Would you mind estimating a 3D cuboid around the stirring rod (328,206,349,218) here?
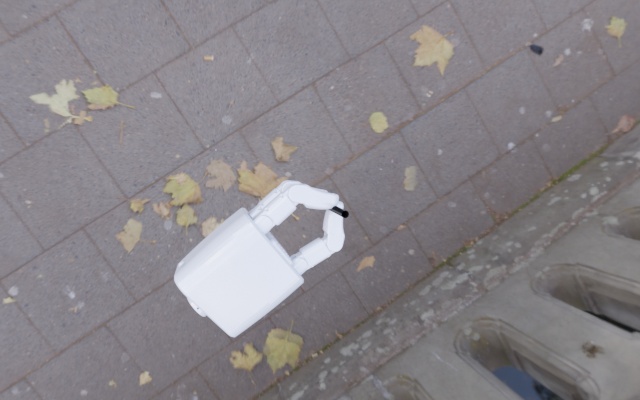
[{"bbox_3d":[0.000,0.002,0.611,0.011,0.011,0.239,0,6,-12],"label":"stirring rod"}]
